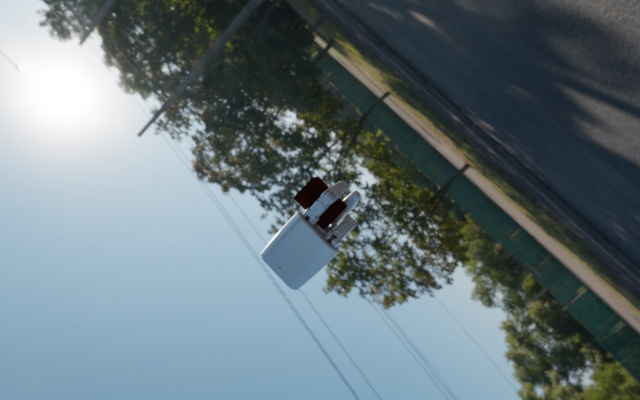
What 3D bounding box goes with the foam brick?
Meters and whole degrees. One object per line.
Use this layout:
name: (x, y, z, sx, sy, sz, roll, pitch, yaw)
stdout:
foam brick: (0.000, 0.002, 0.845, 0.051, 0.078, 0.053, -46, -6, 12)
